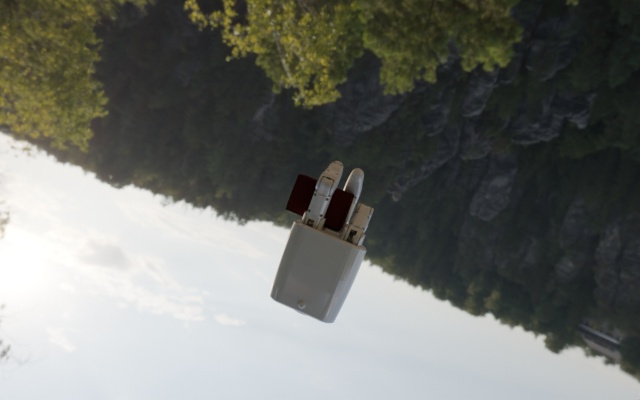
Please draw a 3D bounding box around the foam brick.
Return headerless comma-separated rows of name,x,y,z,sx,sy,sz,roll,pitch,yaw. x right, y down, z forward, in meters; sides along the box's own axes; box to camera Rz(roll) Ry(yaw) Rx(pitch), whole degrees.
foam brick,0.000,0.002,0.641,0.078,0.051,0.053,22,4,7
